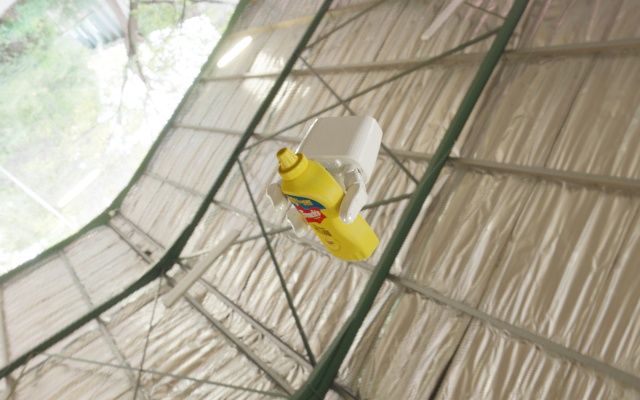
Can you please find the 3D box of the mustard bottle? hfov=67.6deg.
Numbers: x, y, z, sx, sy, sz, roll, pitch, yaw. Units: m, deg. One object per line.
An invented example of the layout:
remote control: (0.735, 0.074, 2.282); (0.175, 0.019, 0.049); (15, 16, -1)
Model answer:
mustard bottle: (0.000, 0.003, 0.659); (0.096, 0.058, 0.192); (12, -34, 51)
